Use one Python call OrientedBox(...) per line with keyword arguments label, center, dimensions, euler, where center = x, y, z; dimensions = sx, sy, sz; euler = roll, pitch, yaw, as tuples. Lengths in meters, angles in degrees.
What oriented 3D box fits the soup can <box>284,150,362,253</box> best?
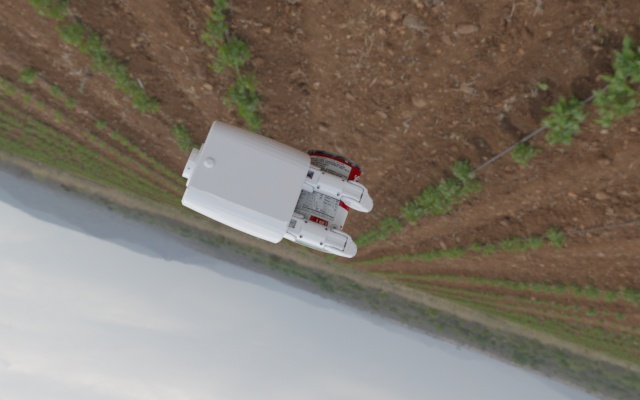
OrientedBox(label="soup can", center=(0.000, 0.002, 0.546), dimensions=(0.068, 0.102, 0.068), euler=(19, -10, 3))
